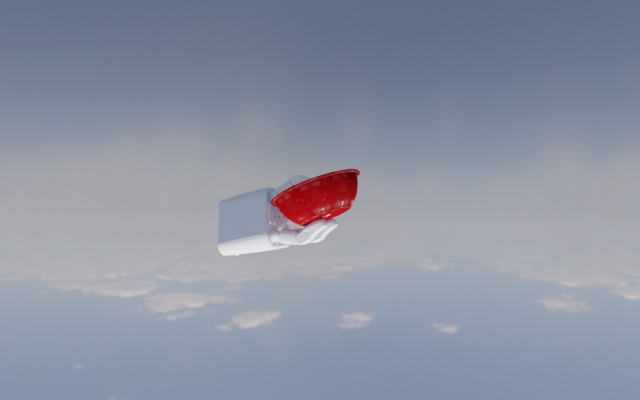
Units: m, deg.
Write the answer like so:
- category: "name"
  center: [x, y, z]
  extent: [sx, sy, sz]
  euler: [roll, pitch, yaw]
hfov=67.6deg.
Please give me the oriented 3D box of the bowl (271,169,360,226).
- category: "bowl"
  center: [0.001, 0.003, 0.810]
  extent: [0.162, 0.055, 0.162]
  euler: [-20, -10, -4]
